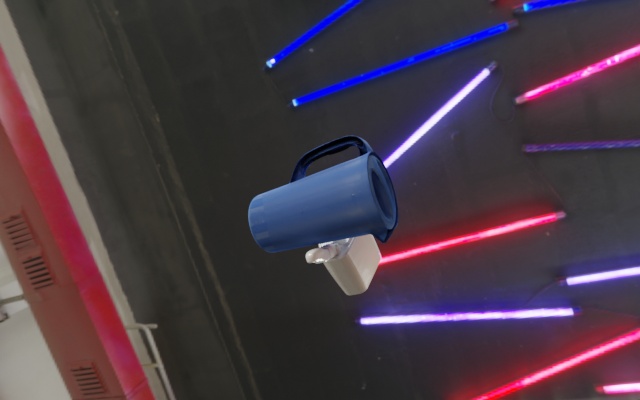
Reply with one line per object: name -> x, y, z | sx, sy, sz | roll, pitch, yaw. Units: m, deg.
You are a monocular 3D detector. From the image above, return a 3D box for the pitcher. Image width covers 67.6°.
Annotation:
pitcher -> 0.000, 0.003, 0.821 | 0.243, 0.145, 0.149 | -16, 36, 23
